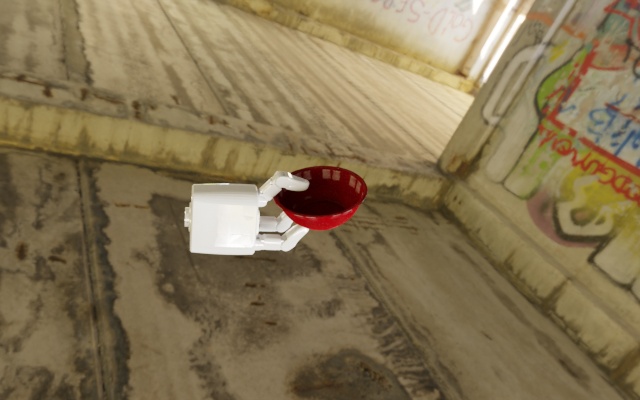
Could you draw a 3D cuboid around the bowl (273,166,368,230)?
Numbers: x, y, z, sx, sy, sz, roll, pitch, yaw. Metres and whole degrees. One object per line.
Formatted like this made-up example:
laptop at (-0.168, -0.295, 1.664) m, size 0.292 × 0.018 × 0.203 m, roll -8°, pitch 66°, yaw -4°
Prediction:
bowl at (0.001, 0.003, 0.822) m, size 0.162 × 0.055 × 0.162 m, roll -3°, pitch 34°, yaw 2°
